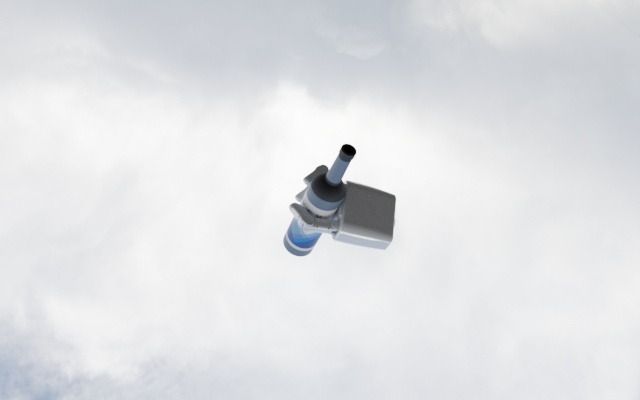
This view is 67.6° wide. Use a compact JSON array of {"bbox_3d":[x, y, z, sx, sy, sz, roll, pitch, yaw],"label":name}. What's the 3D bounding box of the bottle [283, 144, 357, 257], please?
[{"bbox_3d":[0.000,0.003,0.890,0.069,0.069,0.296,0,-36,-23],"label":"bottle"}]
